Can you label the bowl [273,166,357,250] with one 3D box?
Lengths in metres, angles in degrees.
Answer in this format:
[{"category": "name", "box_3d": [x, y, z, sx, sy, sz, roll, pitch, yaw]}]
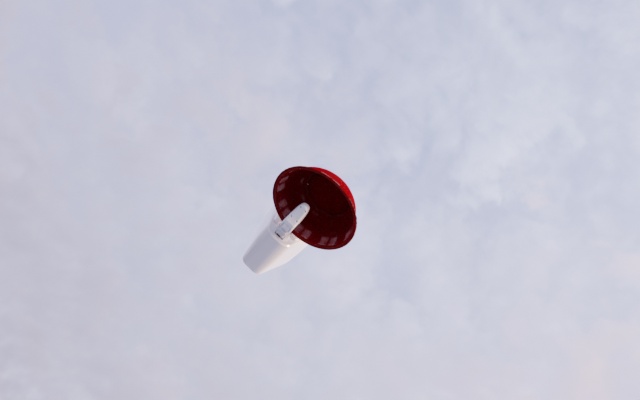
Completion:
[{"category": "bowl", "box_3d": [0.001, 0.002, 0.805, 0.162, 0.162, 0.055, 0, 30, 36]}]
